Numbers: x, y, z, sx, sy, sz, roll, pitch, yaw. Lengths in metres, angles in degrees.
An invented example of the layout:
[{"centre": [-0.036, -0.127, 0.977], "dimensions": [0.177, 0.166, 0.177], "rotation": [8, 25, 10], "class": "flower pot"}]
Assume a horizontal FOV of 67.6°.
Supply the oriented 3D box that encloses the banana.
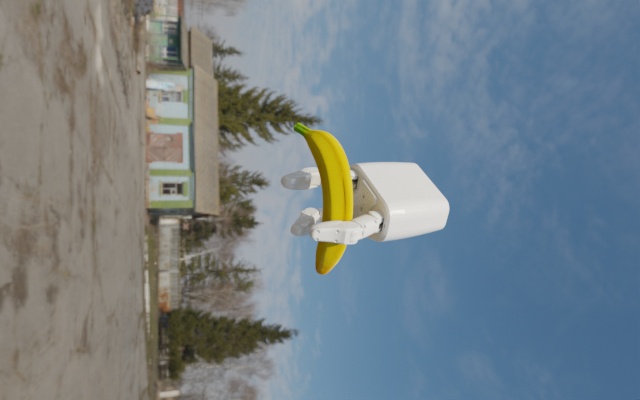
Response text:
[{"centre": [0.011, -0.001, 0.594], "dimensions": [0.037, 0.198, 0.069], "rotation": [-12, 8, -38], "class": "banana"}]
